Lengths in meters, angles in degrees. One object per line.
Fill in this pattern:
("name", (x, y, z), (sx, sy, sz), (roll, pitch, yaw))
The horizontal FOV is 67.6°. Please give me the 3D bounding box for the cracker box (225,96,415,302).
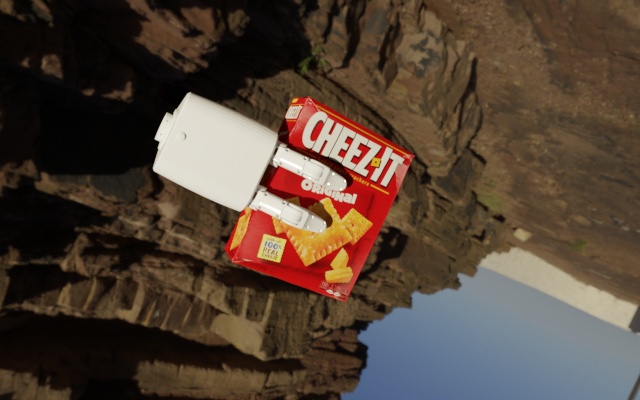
("cracker box", (0.000, 0.002, 0.604), (0.164, 0.213, 0.072), (25, 1, -22))
